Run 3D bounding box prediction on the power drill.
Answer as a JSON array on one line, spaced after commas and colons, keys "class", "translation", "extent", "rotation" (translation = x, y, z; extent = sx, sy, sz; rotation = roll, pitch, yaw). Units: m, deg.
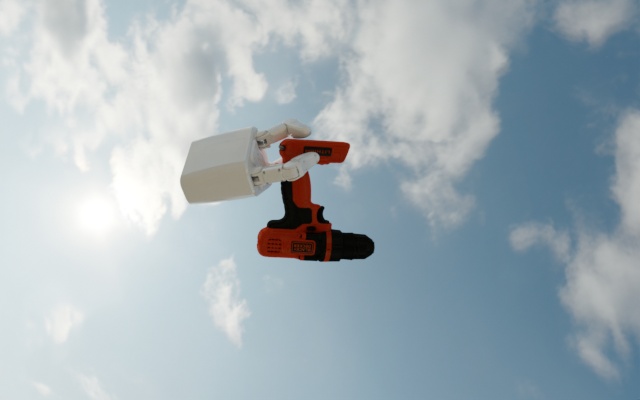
[{"class": "power drill", "translation": [0.000, 0.002, 0.728], "extent": [0.184, 0.187, 0.057], "rotation": [3, 7, -12]}]
